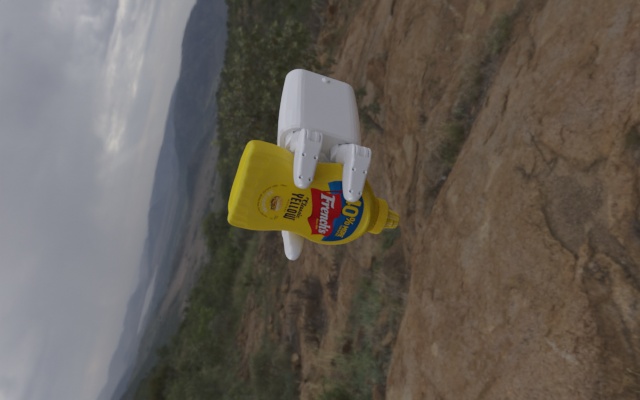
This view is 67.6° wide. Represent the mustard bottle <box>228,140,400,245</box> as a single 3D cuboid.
[{"bbox_3d":[0.000,0.002,0.533,0.191,0.096,0.058,14,27,-17],"label":"mustard bottle"}]
